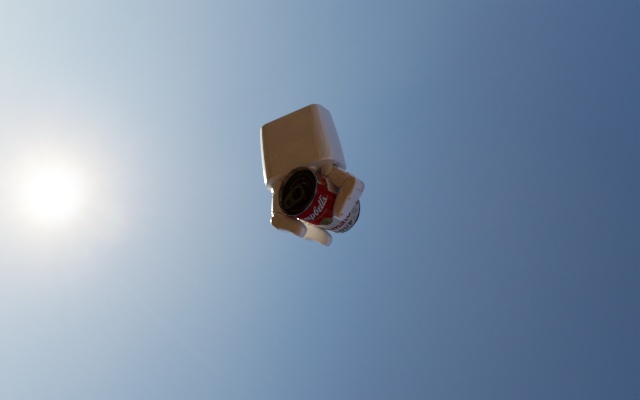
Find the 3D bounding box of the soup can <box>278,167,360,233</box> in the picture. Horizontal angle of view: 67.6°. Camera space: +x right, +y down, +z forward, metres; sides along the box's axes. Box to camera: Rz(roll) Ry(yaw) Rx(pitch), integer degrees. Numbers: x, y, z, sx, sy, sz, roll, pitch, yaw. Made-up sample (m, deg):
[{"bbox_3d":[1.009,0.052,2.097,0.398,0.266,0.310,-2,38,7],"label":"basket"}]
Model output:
[{"bbox_3d":[0.000,0.003,0.665,0.068,0.068,0.102,0,-17,41],"label":"soup can"}]
